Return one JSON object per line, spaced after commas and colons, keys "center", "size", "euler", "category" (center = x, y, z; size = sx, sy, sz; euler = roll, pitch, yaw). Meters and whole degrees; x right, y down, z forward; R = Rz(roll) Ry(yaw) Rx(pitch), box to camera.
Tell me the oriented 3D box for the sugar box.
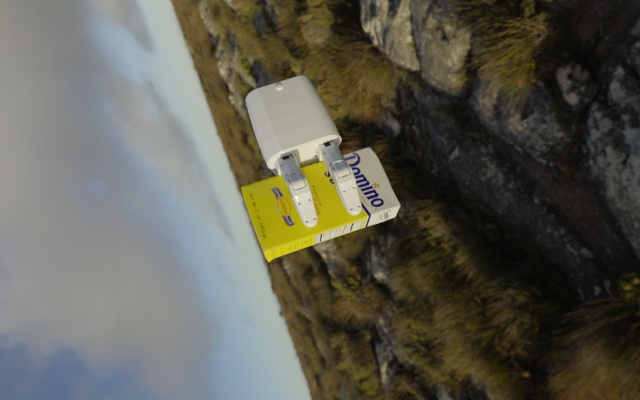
{"center": [0.000, 0.002, 0.596], "size": [0.176, 0.093, 0.048], "euler": [-20, -22, -9], "category": "sugar box"}
